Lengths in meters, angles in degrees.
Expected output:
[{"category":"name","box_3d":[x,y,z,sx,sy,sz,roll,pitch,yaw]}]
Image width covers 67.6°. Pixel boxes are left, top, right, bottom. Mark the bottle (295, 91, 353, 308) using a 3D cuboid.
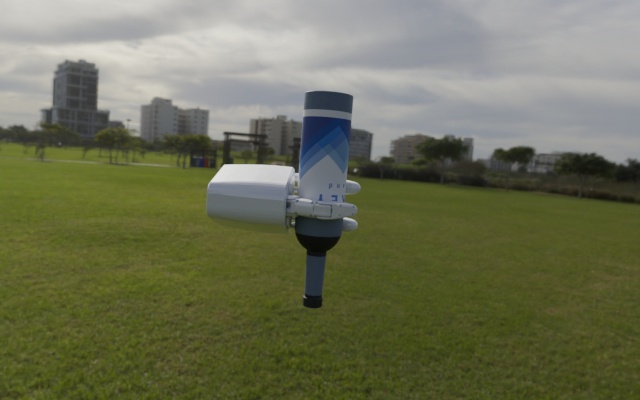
[{"category":"bottle","box_3d":[0.000,0.002,0.661,0.069,0.296,0.069,5,5,0]}]
